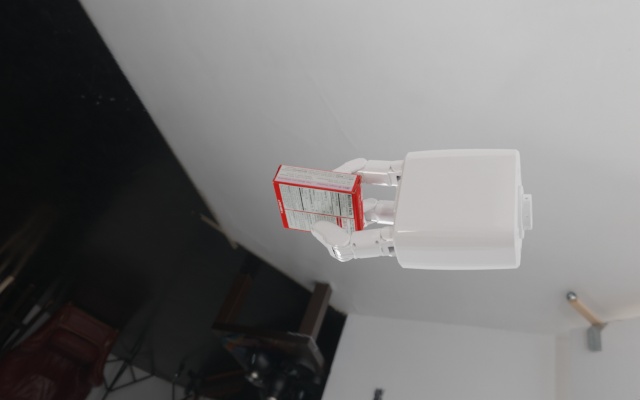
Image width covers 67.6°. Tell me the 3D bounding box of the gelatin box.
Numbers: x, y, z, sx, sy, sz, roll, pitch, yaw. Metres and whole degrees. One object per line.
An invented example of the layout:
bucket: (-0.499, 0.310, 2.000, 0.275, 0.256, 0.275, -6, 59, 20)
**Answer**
gelatin box: (0.000, 0.002, 0.501, 0.089, 0.030, 0.073, 8, -41, 15)
